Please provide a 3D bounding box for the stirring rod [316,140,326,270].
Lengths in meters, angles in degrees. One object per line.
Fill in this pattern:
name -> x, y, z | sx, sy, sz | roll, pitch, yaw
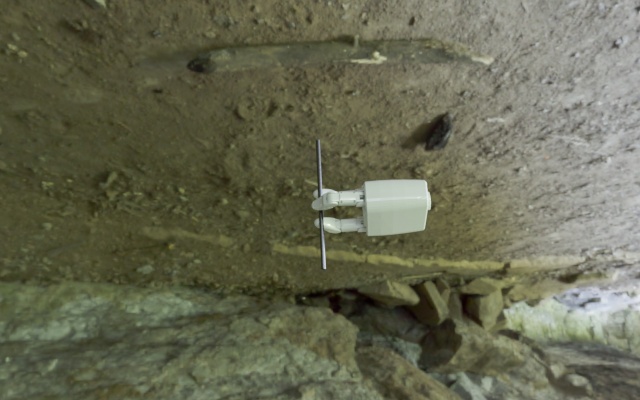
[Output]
stirring rod -> 0.000, 0.003, 0.851 | 0.011, 0.239, 0.011 | -2, -18, -1
